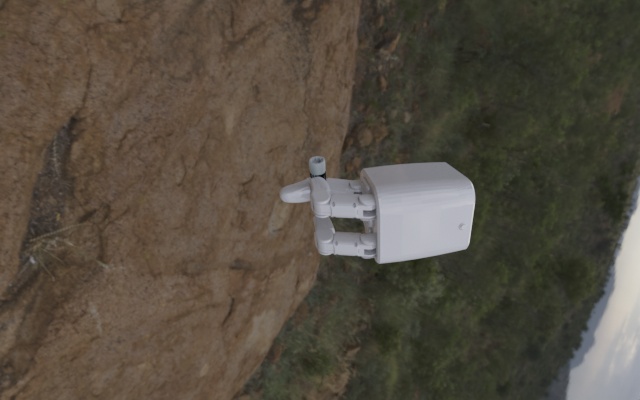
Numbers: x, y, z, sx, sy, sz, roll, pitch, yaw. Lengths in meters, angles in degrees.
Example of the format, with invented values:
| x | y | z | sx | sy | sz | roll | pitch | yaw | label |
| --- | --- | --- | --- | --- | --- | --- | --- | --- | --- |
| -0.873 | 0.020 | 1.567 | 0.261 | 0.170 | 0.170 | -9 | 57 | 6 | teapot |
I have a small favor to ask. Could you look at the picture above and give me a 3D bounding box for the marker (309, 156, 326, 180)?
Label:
| x | y | z | sx | sy | sz | roll | pitch | yaw | label |
| --- | --- | --- | --- | --- | --- | --- | --- | --- | --- |
| 0.000 | 0.002 | 0.585 | 0.020 | 0.121 | 0.020 | -3 | 36 | 2 | marker |
